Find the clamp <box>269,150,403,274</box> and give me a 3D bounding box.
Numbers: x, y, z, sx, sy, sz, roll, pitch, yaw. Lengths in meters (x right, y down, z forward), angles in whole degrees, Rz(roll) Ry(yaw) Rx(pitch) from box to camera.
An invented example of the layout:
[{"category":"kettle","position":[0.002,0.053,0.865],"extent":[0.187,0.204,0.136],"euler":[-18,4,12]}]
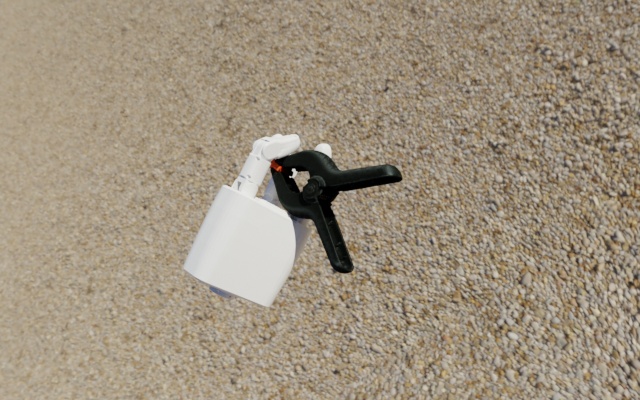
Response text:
[{"category":"clamp","position":[0.000,0.001,0.525],"extent":[0.171,0.120,0.039],"euler":[21,-7,43]}]
